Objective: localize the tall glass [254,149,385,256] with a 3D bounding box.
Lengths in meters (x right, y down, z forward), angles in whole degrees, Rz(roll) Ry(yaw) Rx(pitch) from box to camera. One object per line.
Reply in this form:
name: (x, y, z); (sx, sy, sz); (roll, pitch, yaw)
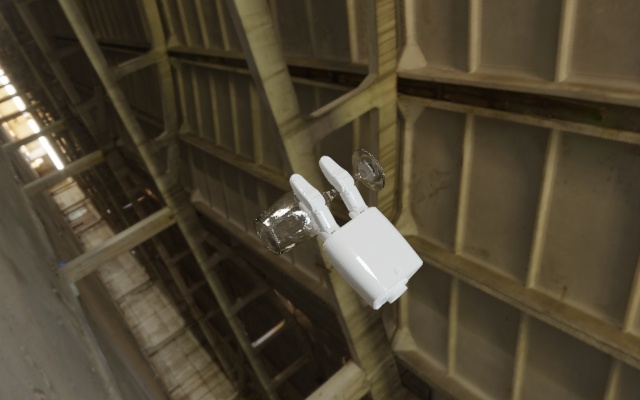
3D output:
tall glass: (0.001, 0.002, 0.713); (0.201, 0.079, 0.079); (-33, 15, -24)
